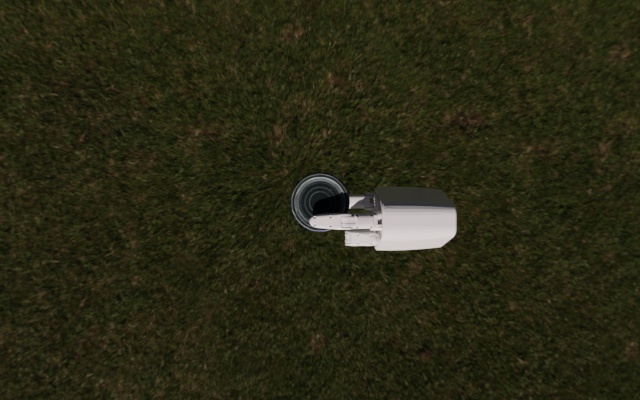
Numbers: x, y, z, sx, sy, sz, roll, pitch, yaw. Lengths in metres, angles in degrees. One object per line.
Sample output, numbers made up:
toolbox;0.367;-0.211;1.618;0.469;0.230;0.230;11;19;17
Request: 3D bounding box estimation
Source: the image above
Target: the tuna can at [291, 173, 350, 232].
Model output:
tuna can;0.000;0.002;0.693;0.086;0.086;0.034;0;3;2
